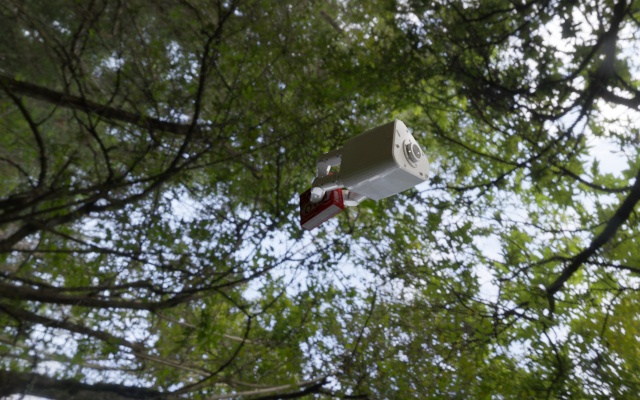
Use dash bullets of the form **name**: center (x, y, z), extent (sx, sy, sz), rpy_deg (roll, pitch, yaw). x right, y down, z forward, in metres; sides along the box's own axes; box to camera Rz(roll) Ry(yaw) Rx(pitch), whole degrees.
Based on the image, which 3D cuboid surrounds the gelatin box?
- **gelatin box**: center (0.000, 0.003, 0.868), extent (0.030, 0.073, 0.089), rpy_deg (30, -51, -35)
